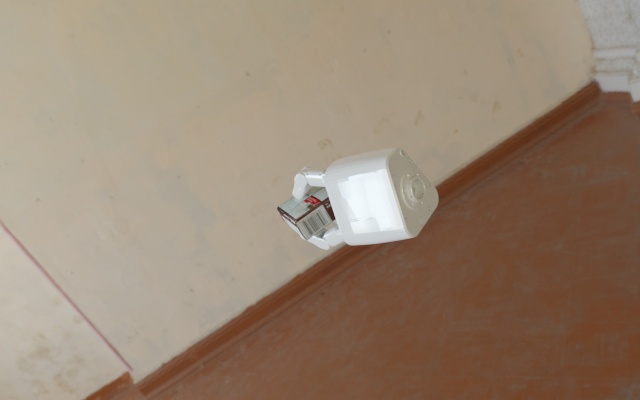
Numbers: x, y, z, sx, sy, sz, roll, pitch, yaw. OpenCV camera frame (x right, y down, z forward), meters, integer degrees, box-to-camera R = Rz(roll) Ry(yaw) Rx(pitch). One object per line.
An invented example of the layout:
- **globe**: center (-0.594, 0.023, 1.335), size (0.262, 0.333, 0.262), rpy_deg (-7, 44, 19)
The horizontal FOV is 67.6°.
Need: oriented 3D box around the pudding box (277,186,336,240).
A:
- **pudding box**: center (0.000, 0.002, 0.711), size (0.113, 0.039, 0.090), rpy_deg (-34, 22, -12)
